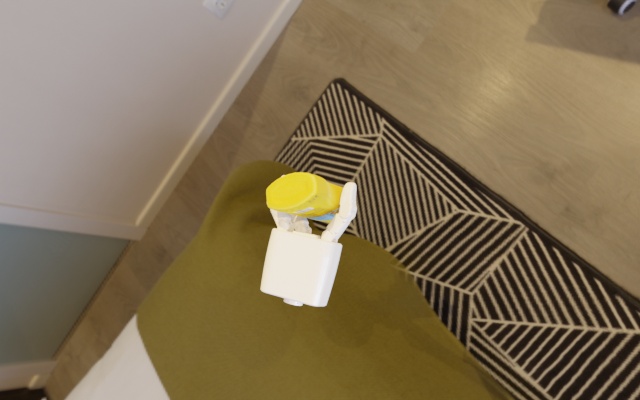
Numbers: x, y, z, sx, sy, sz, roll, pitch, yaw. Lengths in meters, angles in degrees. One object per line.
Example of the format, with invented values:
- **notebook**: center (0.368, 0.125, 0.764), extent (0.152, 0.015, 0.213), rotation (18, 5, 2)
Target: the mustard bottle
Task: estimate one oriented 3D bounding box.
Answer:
- **mustard bottle**: center (0.000, 0.002, 0.810), extent (0.096, 0.058, 0.192), rotation (-17, -19, 27)
